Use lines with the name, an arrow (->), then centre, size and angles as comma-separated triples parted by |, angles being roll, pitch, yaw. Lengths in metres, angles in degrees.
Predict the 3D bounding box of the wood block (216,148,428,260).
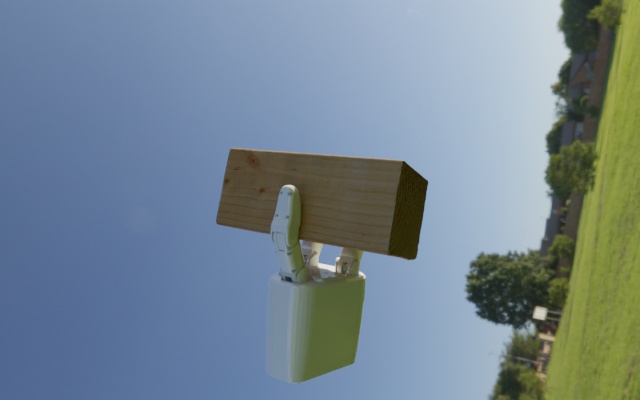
wood block -> 0.000, 0.002, 0.522 | 0.206, 0.090, 0.091 | 7, -6, 29
